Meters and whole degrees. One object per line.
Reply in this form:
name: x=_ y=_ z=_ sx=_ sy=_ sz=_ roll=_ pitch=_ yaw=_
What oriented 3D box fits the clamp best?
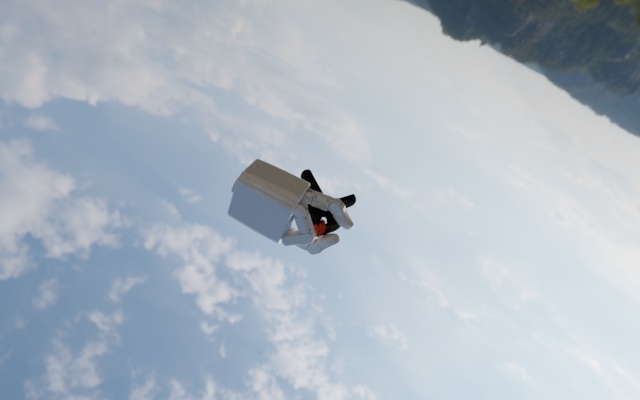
clamp: x=0.000 y=0.003 z=0.878 sx=0.120 sy=0.039 sz=0.171 roll=28 pitch=27 yaw=1
